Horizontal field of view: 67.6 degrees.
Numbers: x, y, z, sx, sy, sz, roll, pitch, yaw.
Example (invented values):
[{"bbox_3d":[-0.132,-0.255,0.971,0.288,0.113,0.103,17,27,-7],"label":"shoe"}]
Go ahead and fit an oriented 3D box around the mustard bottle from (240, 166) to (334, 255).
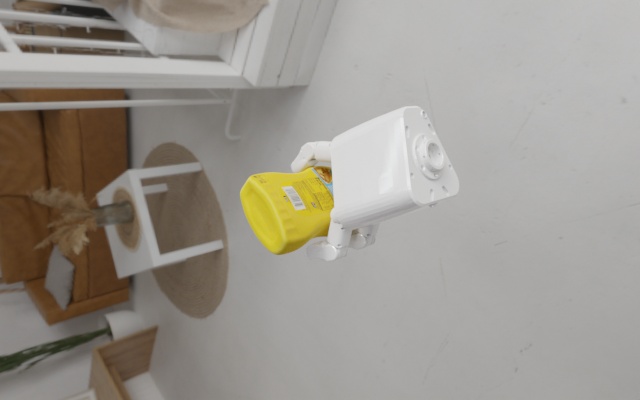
[{"bbox_3d":[0.000,0.002,0.600,0.191,0.096,0.058,-13,-29,-43],"label":"mustard bottle"}]
